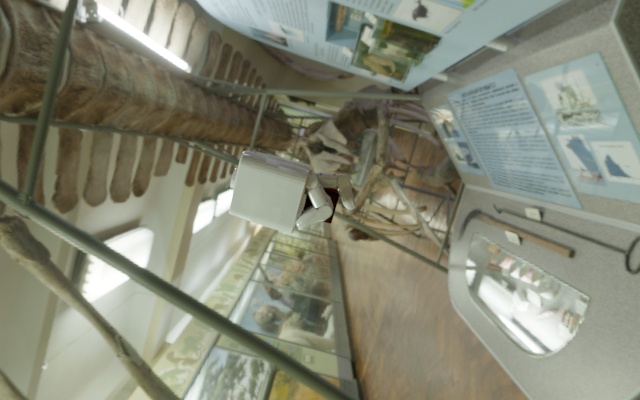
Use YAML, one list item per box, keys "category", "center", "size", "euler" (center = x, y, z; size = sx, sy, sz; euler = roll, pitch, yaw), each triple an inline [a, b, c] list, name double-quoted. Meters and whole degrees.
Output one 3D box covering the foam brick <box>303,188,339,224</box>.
- category: "foam brick"
  center: [0.000, 0.003, 0.812]
  size: [0.051, 0.053, 0.078]
  euler: [16, 6, -1]
